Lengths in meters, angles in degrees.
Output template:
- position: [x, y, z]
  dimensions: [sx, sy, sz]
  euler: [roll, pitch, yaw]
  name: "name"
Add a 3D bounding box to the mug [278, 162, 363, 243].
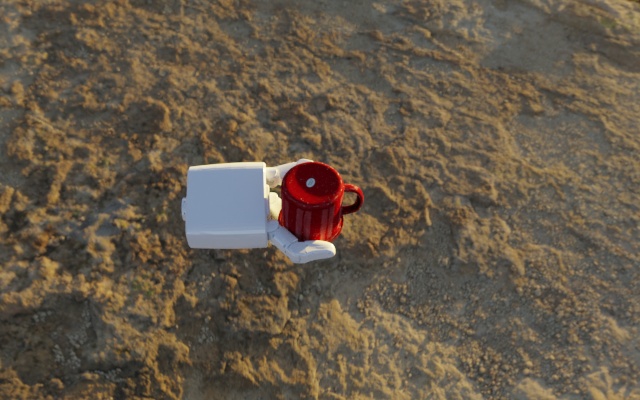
- position: [0.002, 0.002, 0.641]
  dimensions: [0.117, 0.093, 0.082]
  euler: [-3, -38, -6]
  name: "mug"
